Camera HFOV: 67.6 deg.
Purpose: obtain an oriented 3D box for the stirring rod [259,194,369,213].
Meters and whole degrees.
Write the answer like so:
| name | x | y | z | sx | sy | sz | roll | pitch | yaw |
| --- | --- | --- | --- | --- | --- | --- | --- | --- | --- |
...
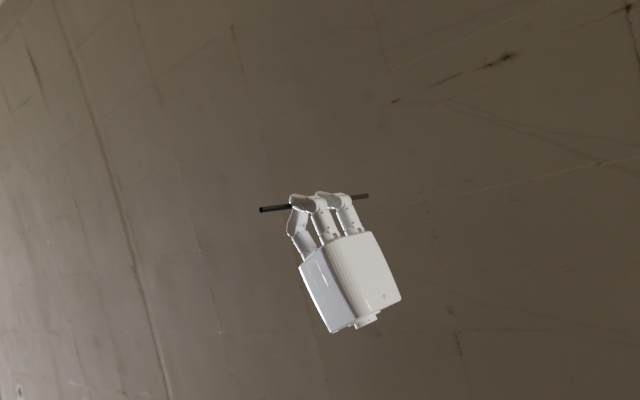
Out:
| name | x | y | z | sx | sy | sz | roll | pitch | yaw |
| --- | --- | --- | --- | --- | --- | --- | --- | --- | --- |
| stirring rod | 0.000 | 0.002 | 0.727 | 0.011 | 0.011 | 0.239 | 0 | 5 | 42 |
